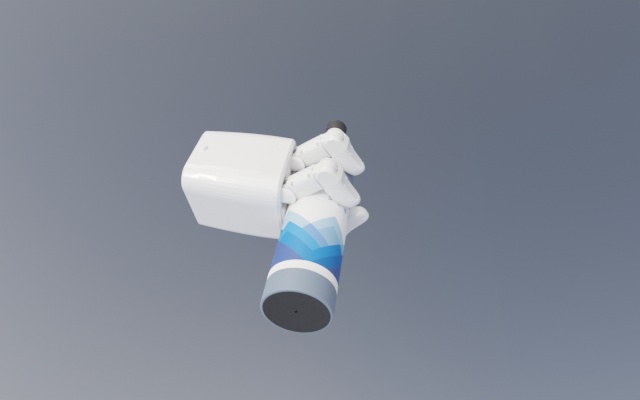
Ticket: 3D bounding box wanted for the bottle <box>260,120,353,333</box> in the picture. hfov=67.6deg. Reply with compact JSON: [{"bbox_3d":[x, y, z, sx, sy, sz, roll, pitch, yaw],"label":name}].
[{"bbox_3d":[0.000,0.002,0.531,0.069,0.069,0.295,0,42,11],"label":"bottle"}]
